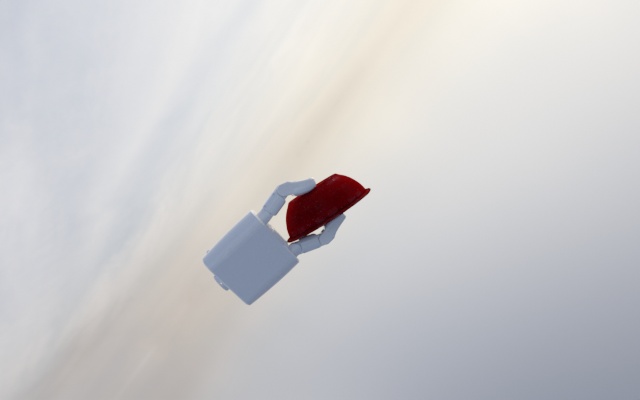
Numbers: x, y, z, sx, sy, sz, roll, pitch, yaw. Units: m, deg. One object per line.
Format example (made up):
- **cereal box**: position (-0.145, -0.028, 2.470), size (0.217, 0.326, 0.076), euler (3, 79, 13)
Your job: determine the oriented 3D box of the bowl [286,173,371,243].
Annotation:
- **bowl**: position (0.001, 0.001, 0.775), size (0.162, 0.055, 0.162), euler (-32, 4, 2)
